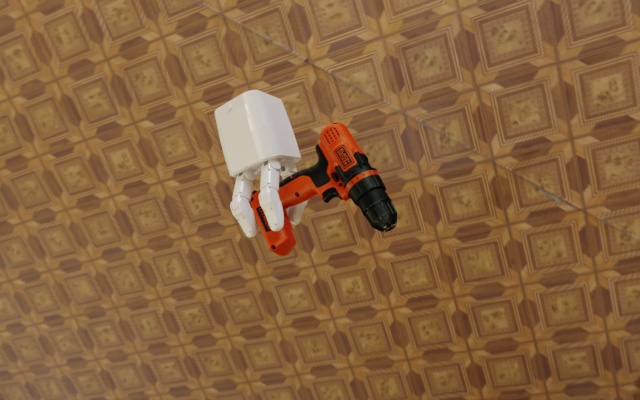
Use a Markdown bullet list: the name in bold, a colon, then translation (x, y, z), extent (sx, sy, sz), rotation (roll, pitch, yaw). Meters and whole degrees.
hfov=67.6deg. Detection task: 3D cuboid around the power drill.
- **power drill**: translation (0.000, 0.002, 0.694), extent (0.188, 0.184, 0.057), rotation (-33, -27, 11)
